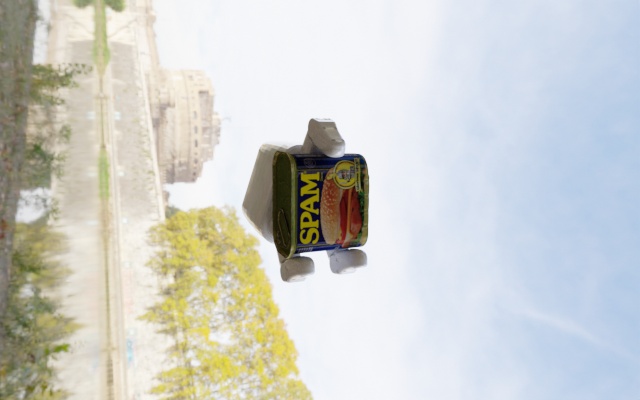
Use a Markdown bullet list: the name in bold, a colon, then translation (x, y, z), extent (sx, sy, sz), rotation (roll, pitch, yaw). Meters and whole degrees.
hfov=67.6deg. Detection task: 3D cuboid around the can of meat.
- **can of meat**: translation (0.000, 0.001, 0.476), extent (0.084, 0.102, 0.057), rotation (-3, 10, -23)
